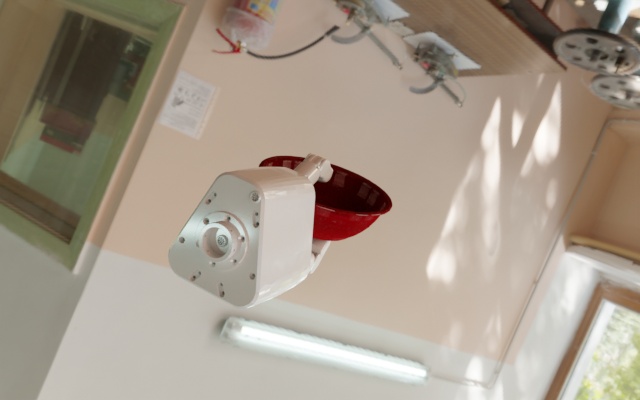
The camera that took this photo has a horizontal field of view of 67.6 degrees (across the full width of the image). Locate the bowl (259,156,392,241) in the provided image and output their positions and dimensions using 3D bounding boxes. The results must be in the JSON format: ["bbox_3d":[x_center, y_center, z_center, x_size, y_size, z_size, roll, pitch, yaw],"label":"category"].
[{"bbox_3d":[0.001,0.002,0.567,0.162,0.055,0.162,15,21,-6],"label":"bowl"}]
